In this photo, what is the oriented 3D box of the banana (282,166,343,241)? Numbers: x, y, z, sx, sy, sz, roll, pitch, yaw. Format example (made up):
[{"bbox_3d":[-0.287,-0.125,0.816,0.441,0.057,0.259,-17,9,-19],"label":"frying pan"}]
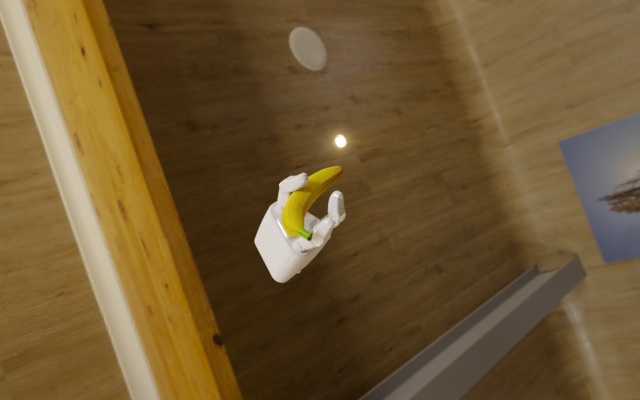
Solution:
[{"bbox_3d":[-0.019,0.001,0.789,0.069,0.037,0.197,11,41,12],"label":"banana"}]
